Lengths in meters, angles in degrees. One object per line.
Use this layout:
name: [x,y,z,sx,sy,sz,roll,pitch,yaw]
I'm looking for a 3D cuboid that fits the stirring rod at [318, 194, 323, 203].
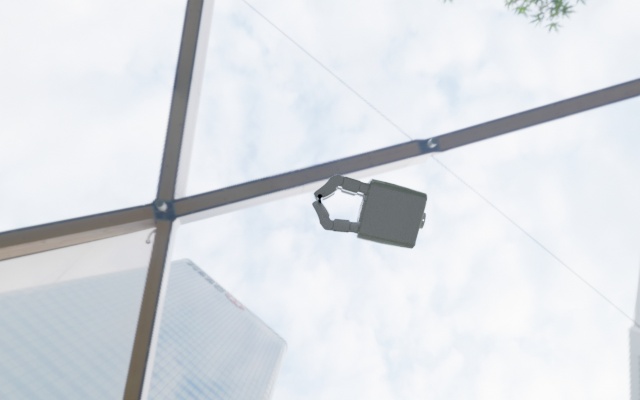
stirring rod: [0.000,0.003,0.895,0.011,0.011,0.239,0,-5,0]
